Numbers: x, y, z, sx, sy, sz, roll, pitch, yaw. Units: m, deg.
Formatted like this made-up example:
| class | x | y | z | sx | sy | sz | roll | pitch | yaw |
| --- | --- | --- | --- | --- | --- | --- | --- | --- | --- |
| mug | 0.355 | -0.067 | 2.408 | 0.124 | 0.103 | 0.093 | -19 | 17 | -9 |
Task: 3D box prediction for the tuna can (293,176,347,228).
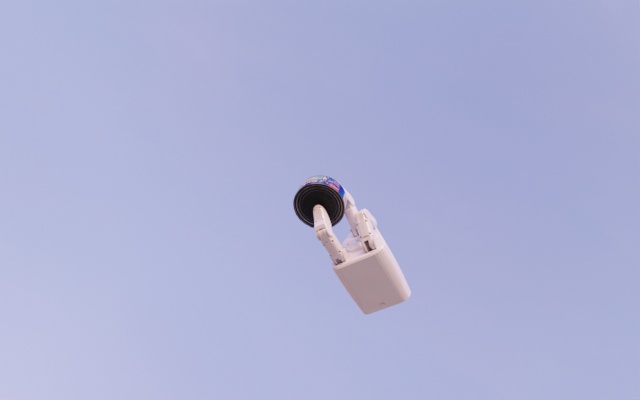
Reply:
| class | x | y | z | sx | sy | sz | roll | pitch | yaw |
| --- | --- | --- | --- | --- | --- | --- | --- | --- | --- |
| tuna can | 0.000 | 0.002 | 0.788 | 0.086 | 0.086 | 0.033 | 0 | 29 | 12 |
